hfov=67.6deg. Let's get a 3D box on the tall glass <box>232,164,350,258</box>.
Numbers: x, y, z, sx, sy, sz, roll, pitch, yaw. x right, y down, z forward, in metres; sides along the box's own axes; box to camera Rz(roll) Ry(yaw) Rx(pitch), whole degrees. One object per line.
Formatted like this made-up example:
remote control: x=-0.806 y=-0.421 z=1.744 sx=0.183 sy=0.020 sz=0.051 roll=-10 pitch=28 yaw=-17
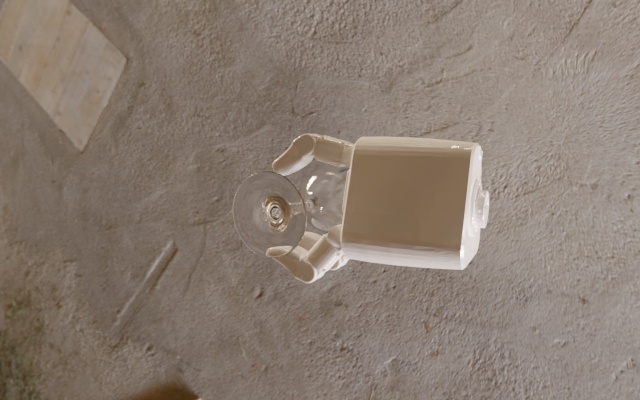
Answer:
tall glass: x=0.000 y=0.002 z=0.492 sx=0.079 sy=0.079 sz=0.201 roll=0 pitch=6 yaw=26
